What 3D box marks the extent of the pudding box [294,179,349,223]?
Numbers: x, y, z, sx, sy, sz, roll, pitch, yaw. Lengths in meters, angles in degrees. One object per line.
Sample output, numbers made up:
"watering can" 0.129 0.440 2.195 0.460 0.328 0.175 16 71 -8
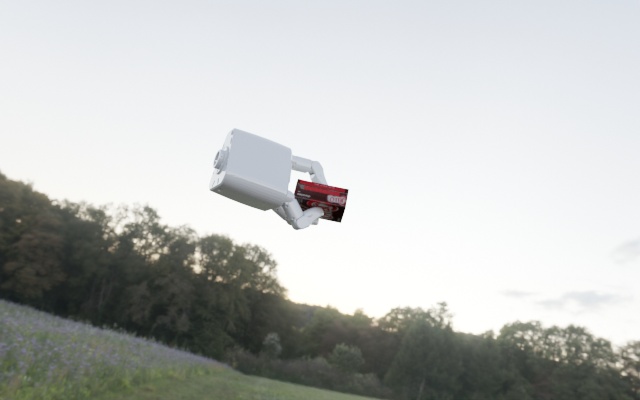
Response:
"pudding box" 0.000 0.003 0.837 0.090 0.039 0.113 12 -14 2
